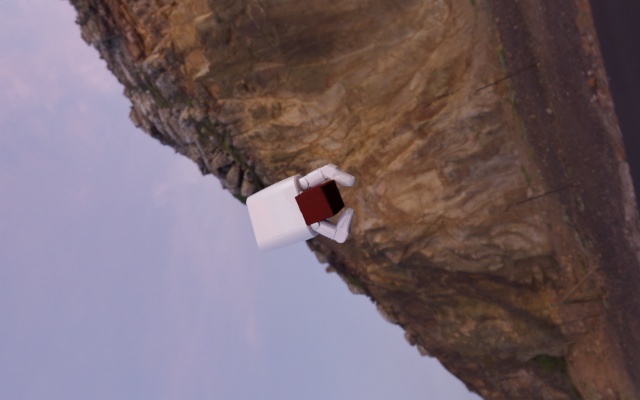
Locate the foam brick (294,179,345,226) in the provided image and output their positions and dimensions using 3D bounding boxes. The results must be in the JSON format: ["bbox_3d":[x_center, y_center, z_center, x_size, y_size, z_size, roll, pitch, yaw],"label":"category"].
[{"bbox_3d":[0.000,0.003,0.785,0.051,0.053,0.078,-21,4,19],"label":"foam brick"}]
